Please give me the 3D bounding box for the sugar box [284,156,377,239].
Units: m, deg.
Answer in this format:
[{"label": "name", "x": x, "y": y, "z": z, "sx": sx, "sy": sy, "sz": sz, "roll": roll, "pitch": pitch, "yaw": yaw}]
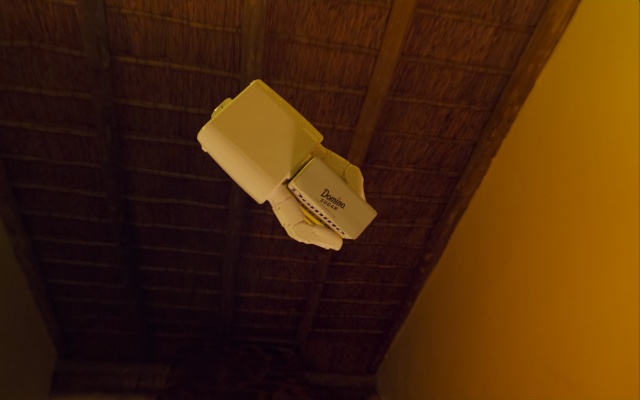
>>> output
[{"label": "sugar box", "x": 0.000, "y": 0.002, "z": 0.587, "sx": 0.093, "sy": 0.048, "sz": 0.176, "roll": 43, "pitch": -7, "yaw": -5}]
